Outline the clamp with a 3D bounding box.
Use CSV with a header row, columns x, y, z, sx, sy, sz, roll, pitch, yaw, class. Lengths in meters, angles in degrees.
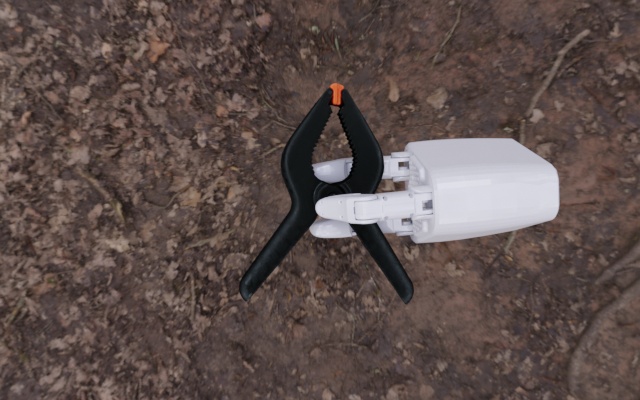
x,y,z,sx,sy,sz,roll,pitch,yaw,class
0.000,0.001,0.441,0.164,0.210,0.036,-5,7,-4,clamp
